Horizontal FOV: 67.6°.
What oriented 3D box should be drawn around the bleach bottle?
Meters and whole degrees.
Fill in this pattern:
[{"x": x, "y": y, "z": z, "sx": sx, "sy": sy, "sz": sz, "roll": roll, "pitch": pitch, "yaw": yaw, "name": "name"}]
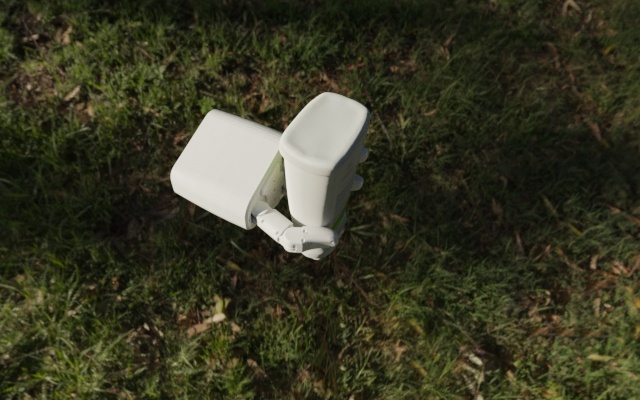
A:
[{"x": 0.000, "y": 0.002, "z": 0.553, "sx": 0.068, "sy": 0.102, "sz": 0.251, "roll": 25, "pitch": -34, "yaw": 14, "name": "bleach bottle"}]
